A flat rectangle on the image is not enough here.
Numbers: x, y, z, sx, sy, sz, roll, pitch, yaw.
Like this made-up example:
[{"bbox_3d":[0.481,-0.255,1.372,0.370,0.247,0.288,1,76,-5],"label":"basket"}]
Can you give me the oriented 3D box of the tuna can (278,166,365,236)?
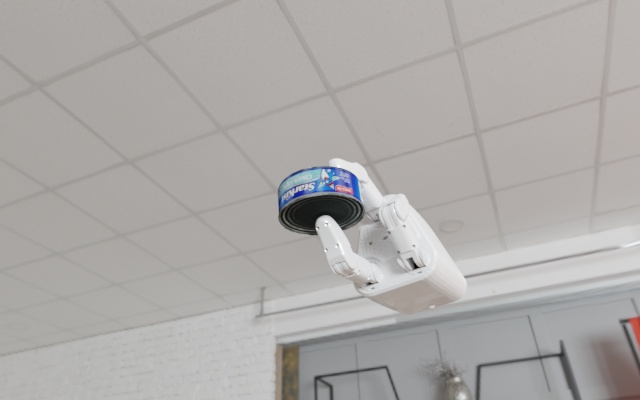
[{"bbox_3d":[0.000,0.001,0.477,0.086,0.033,0.086,-4,-29,-2],"label":"tuna can"}]
